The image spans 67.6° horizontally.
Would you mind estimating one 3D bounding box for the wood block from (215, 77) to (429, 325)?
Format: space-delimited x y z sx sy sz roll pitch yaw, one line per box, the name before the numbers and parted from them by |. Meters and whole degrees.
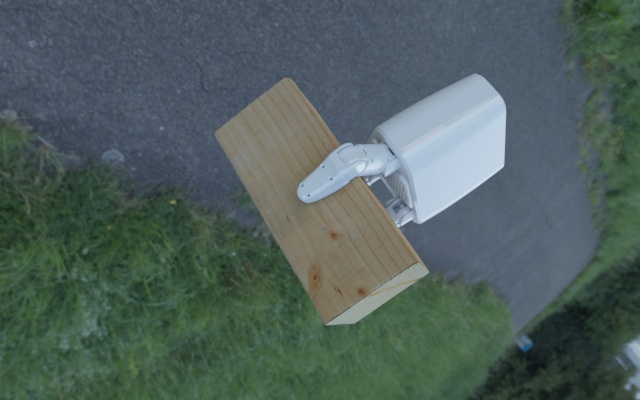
wood block | 0.000 0.001 0.443 0.090 0.206 0.091 -36 -21 7
